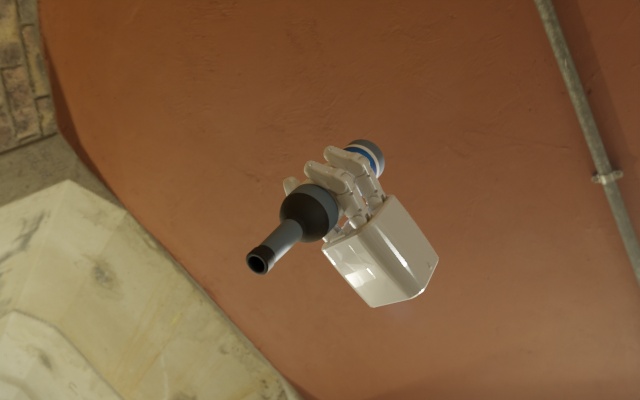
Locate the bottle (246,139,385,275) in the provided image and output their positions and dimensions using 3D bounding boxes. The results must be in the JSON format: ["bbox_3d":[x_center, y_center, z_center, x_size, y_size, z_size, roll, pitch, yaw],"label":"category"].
[{"bbox_3d":[0.000,0.002,0.598,0.069,0.069,0.295,0,25,29],"label":"bottle"}]
